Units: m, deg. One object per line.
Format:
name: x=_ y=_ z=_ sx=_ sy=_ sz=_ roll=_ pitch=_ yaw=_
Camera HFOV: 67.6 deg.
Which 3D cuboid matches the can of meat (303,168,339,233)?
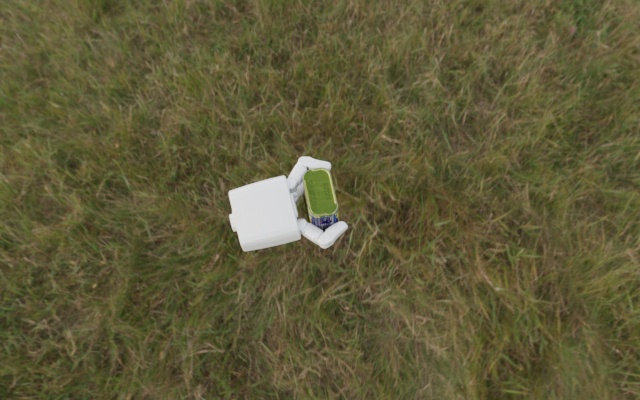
can of meat: x=0.000 y=0.003 z=0.864 sx=0.057 sy=0.102 sz=0.084 roll=-11 pitch=-27 yaw=-3
